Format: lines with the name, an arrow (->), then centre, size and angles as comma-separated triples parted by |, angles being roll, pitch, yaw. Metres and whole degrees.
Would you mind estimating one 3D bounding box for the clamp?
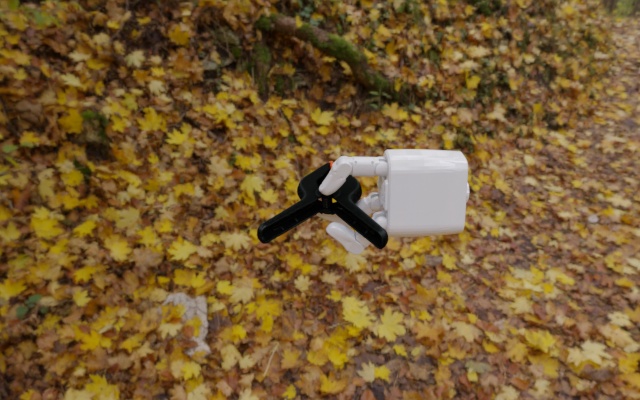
clamp -> 0.000, 0.001, 0.672 | 0.164, 0.036, 0.209 | 0, 30, -1
